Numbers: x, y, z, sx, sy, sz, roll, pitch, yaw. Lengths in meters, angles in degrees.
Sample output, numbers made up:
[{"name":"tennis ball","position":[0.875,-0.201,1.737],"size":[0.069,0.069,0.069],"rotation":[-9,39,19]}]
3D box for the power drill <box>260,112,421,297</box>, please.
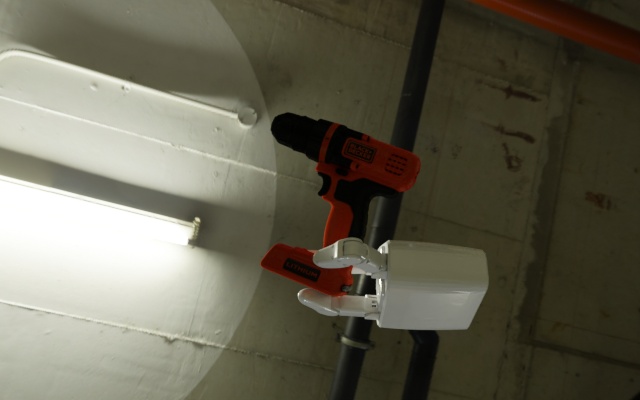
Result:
[{"name":"power drill","position":[0.000,0.002,0.551],"size":[0.184,0.187,0.057],"rotation":[21,-2,16]}]
